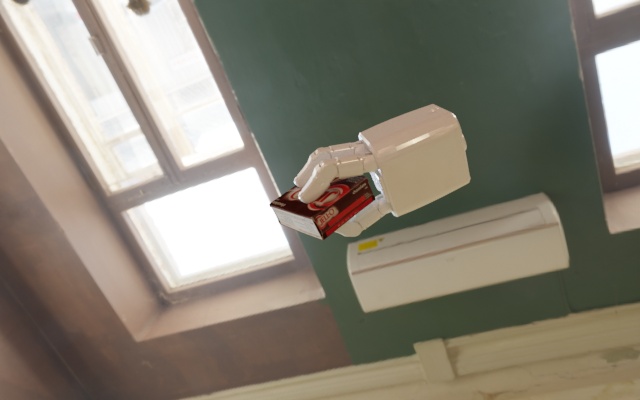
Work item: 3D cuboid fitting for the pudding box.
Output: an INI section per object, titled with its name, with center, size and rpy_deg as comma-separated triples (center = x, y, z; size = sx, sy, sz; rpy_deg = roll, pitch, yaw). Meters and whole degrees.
[pudding box]
center = 0.000, 0.002, 0.604
size = 0.090, 0.039, 0.113
rpy_deg = -36, 23, -24
